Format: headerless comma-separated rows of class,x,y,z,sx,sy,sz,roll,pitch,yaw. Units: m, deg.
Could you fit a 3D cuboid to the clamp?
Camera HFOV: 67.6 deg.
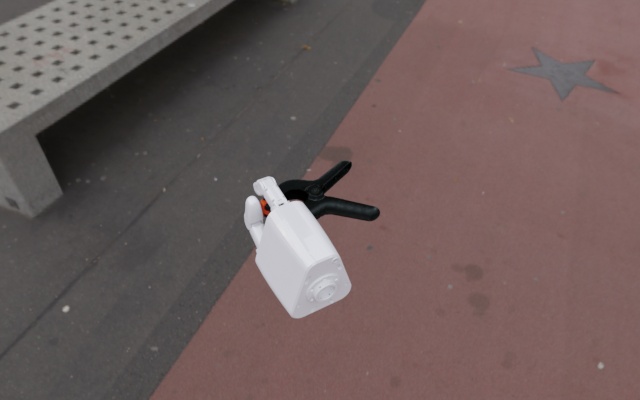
clamp,0.000,0.002,0.702,0.171,0.039,0.120,-20,47,-22
